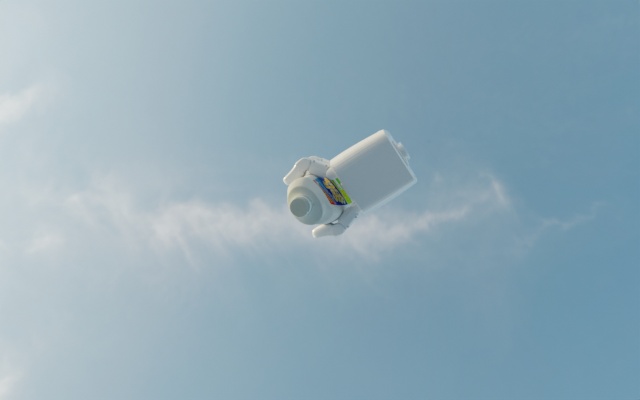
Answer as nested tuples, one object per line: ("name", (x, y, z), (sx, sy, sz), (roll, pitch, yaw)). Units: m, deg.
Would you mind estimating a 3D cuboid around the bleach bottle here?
("bleach bottle", (0.000, 0.003, 0.823), (0.068, 0.102, 0.251), (-32, -1, 15))
